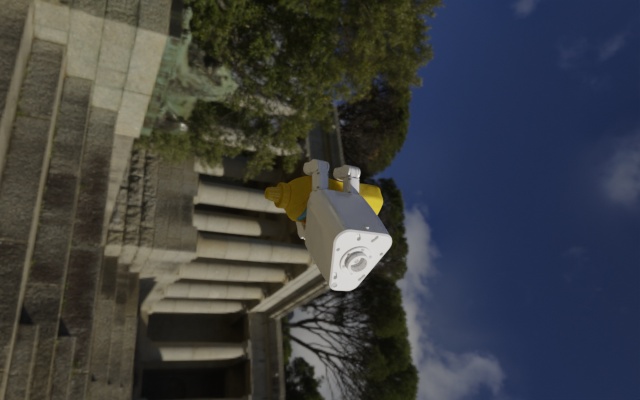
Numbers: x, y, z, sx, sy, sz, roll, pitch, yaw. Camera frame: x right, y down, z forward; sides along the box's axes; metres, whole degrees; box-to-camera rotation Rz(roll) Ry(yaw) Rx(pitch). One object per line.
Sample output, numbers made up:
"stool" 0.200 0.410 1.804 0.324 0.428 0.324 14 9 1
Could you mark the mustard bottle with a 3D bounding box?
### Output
"mustard bottle" 0.000 0.002 0.786 0.191 0.058 0.096 9 -38 -27
